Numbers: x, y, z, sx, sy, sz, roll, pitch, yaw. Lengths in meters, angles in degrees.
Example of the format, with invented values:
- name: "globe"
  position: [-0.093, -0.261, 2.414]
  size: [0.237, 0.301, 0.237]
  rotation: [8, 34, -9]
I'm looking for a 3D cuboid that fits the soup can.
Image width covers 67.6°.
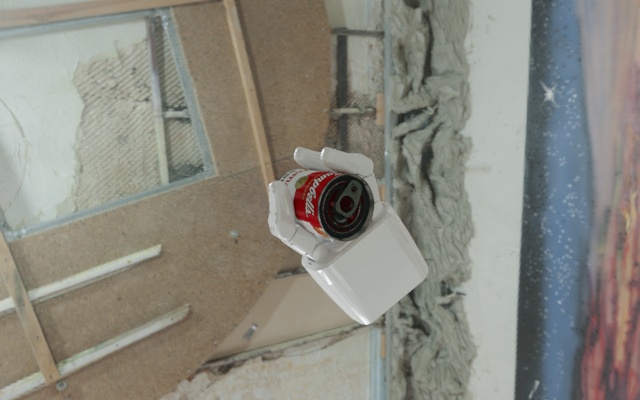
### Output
- name: "soup can"
  position: [0.000, 0.001, 0.513]
  size: [0.068, 0.068, 0.102]
  rotation: [0, 6, -33]
